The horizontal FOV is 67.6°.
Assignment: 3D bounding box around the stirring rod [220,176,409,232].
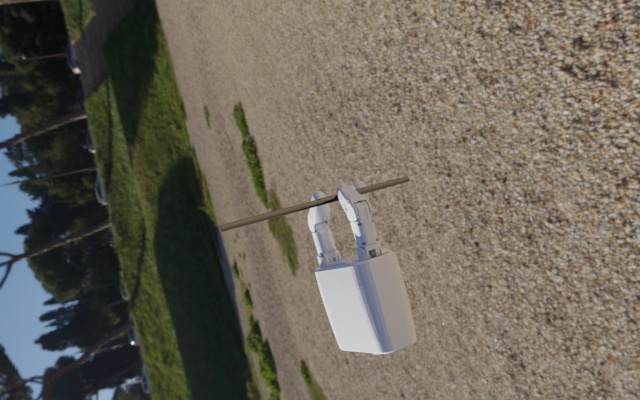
[{"bbox_3d":[0.000,0.002,0.569,0.239,0.011,0.011,-15,5,-18],"label":"stirring rod"}]
